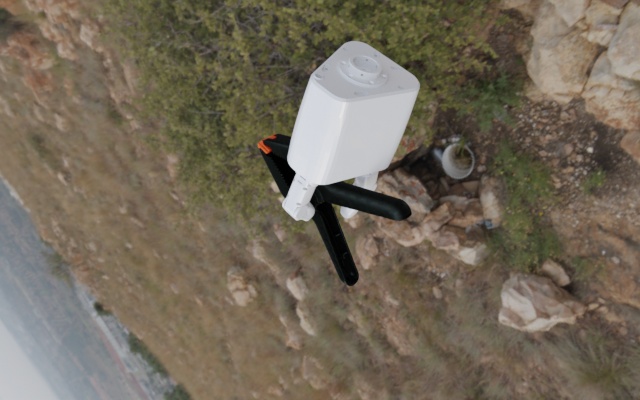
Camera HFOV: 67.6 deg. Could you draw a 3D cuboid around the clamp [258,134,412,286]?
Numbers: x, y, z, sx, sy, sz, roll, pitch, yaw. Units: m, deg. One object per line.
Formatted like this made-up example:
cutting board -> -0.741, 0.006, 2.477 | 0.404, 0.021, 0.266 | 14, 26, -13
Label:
clamp -> -0.001, 0.002, 0.582 | 0.210, 0.165, 0.036 | 41, 48, 20
